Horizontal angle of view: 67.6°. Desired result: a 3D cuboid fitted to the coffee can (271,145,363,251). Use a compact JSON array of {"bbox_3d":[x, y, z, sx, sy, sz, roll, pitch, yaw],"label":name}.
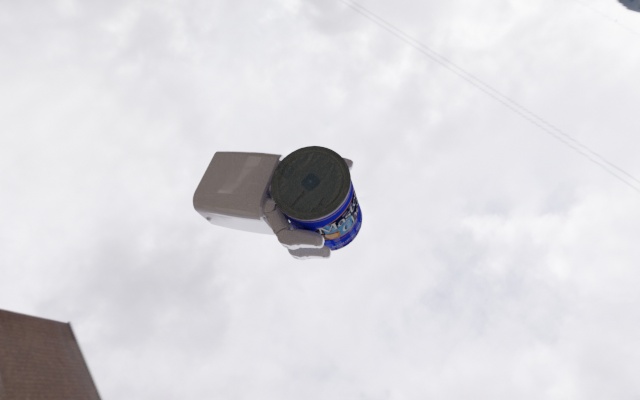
[{"bbox_3d":[0.000,0.002,0.661,0.103,0.102,0.140,0,-22,12],"label":"coffee can"}]
